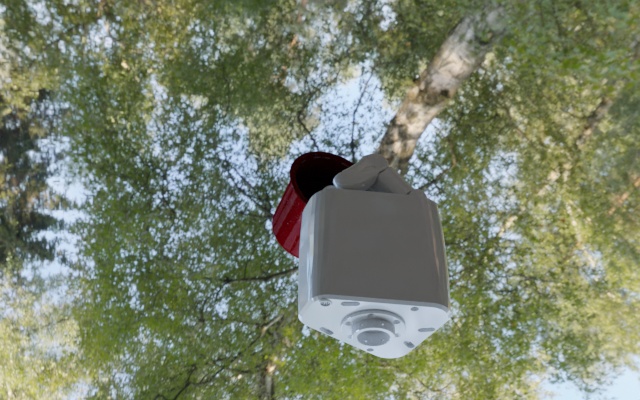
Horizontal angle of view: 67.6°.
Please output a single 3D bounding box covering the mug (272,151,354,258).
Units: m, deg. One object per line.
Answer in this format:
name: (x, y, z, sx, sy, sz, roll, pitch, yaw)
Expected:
mug: (0.000, 0.001, 0.504, 0.093, 0.117, 0.081, 19, -46, -12)
